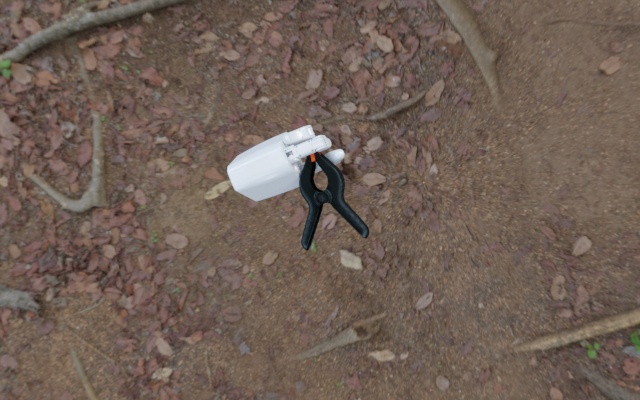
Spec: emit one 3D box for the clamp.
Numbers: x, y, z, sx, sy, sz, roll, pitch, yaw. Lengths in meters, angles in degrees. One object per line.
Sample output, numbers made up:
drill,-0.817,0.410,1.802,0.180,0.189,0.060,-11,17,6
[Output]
clamp,0.000,0.003,0.815,0.120,0.171,0.039,-22,-2,10
